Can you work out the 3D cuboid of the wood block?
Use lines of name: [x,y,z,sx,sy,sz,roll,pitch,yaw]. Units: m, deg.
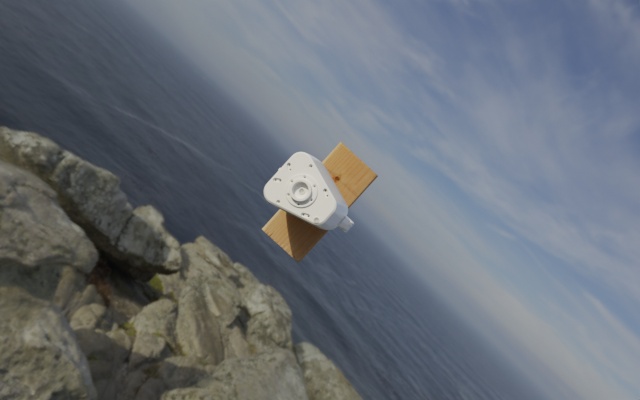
wood block: [0.000,0.003,0.870,0.091,0.206,0.090,43,3,1]
